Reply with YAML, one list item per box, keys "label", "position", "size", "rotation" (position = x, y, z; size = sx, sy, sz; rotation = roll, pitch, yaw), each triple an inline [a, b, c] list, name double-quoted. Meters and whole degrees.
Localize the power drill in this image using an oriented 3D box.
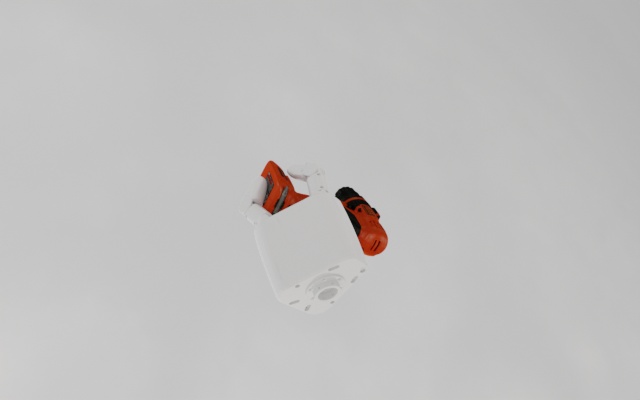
- label: "power drill"
  position: [0.000, 0.002, 0.722]
  size: [0.188, 0.057, 0.184]
  rotation: [19, 17, -21]
